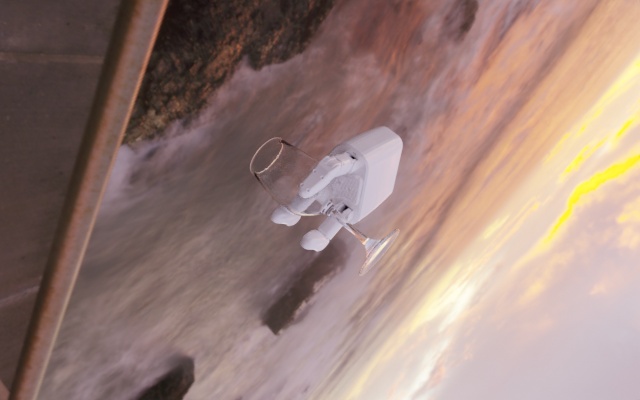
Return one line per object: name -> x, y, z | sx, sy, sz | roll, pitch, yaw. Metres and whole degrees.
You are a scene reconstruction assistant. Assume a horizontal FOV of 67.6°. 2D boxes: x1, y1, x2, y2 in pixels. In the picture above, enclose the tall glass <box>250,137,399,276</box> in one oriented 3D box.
tall glass -> 0.001, 0.002, 0.611 | 0.201, 0.079, 0.079 | 40, 13, 17
